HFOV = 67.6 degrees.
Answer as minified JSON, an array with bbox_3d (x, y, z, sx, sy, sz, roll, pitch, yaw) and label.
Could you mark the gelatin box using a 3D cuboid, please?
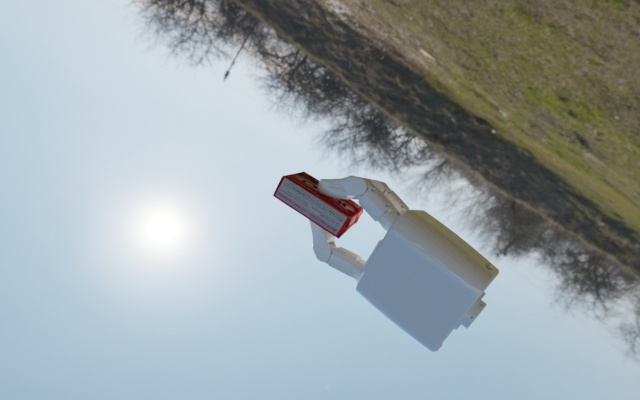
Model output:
[{"bbox_3d":[0.000,0.002,0.540,0.089,0.030,0.073,32,14,10],"label":"gelatin box"}]
